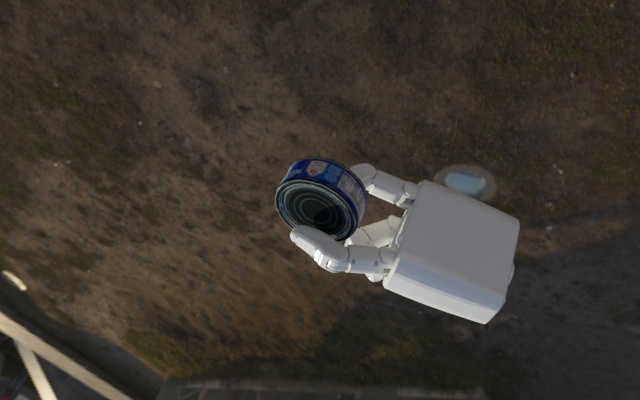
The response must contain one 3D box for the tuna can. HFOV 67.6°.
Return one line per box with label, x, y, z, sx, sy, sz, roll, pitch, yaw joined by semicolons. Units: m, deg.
tuna can;0.000;0.002;0.459;0.086;0.086;0.033;0;42;30
